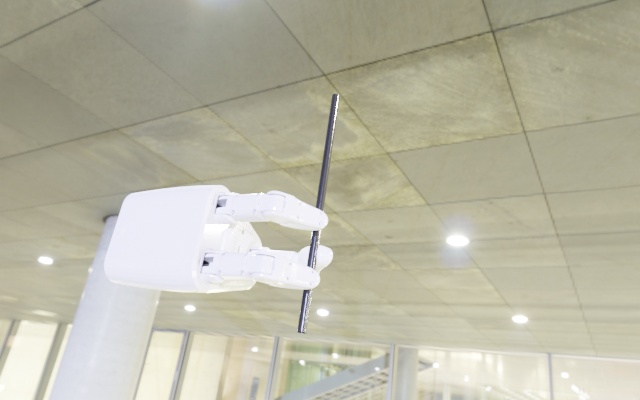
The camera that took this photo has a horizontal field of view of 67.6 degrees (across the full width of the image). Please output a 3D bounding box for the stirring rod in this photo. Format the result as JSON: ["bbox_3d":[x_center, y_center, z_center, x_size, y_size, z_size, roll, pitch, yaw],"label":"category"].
[{"bbox_3d":[0.000,0.001,0.448,0.011,0.239,0.011,7,-23,3],"label":"stirring rod"}]
